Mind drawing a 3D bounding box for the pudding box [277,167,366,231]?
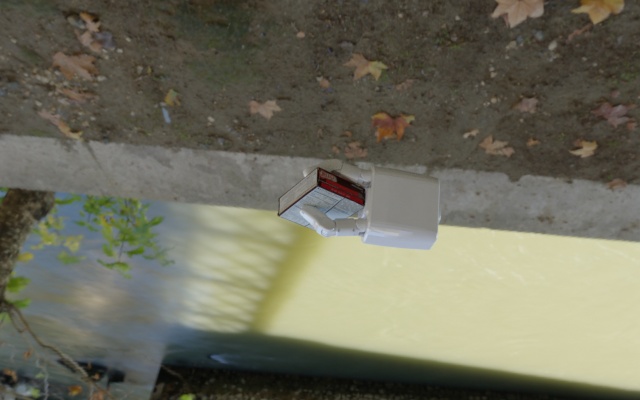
[{"bbox_3d":[0.000,0.003,0.732,0.090,0.039,0.113,24,-40,-28],"label":"pudding box"}]
